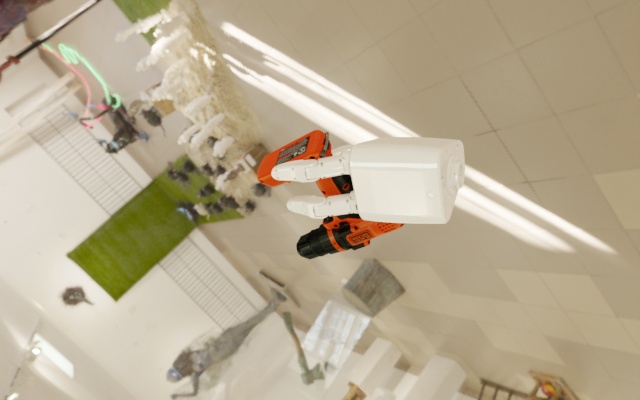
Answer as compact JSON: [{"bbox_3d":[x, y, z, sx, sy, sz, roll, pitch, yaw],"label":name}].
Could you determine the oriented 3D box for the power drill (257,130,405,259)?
[{"bbox_3d":[0.000,0.002,0.667,0.184,0.057,0.188,-25,-53,28],"label":"power drill"}]
